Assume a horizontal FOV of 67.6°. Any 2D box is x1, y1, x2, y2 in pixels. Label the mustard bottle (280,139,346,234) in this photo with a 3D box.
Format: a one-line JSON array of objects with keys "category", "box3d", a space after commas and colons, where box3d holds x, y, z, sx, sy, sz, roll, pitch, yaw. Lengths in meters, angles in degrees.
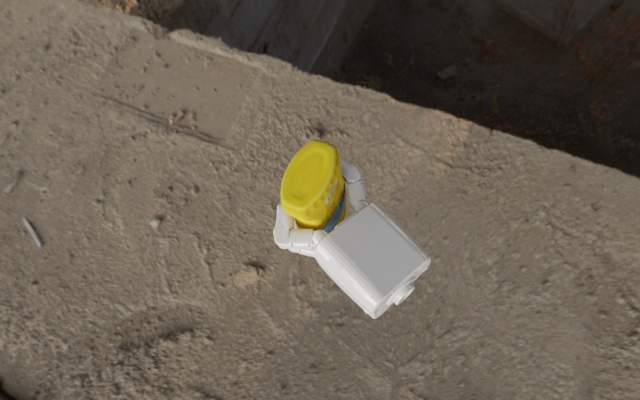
[{"category": "mustard bottle", "box3d": [0.000, 0.002, 0.646, 0.058, 0.096, 0.192, 19, -17, 16]}]
